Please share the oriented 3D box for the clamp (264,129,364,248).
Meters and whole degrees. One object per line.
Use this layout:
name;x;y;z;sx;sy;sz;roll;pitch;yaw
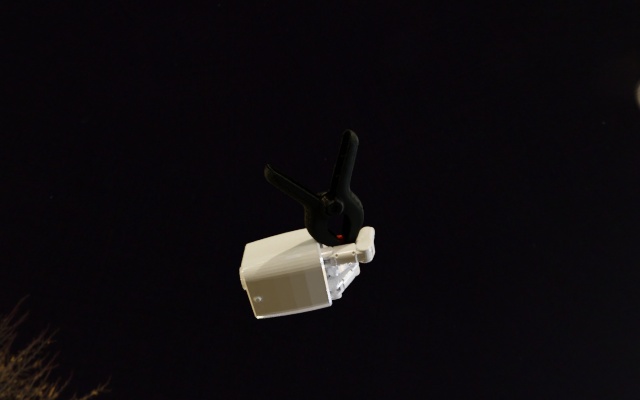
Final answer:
clamp;0.000;0.002;0.610;0.120;0.171;0.039;-14;28;-4
